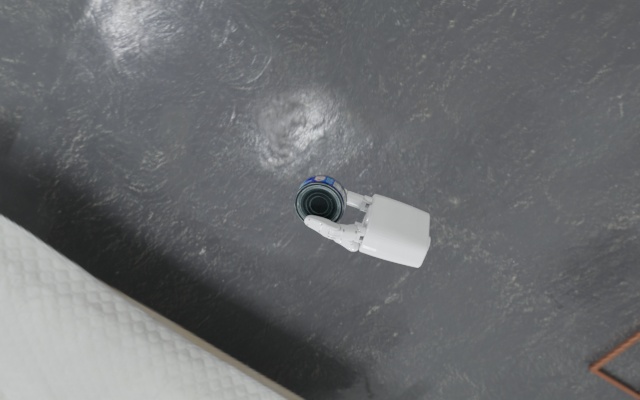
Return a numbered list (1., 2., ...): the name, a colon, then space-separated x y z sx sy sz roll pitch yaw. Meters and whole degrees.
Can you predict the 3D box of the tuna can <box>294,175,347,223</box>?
1. tuna can: 0.000 0.003 0.798 0.086 0.086 0.033 0 24 12
